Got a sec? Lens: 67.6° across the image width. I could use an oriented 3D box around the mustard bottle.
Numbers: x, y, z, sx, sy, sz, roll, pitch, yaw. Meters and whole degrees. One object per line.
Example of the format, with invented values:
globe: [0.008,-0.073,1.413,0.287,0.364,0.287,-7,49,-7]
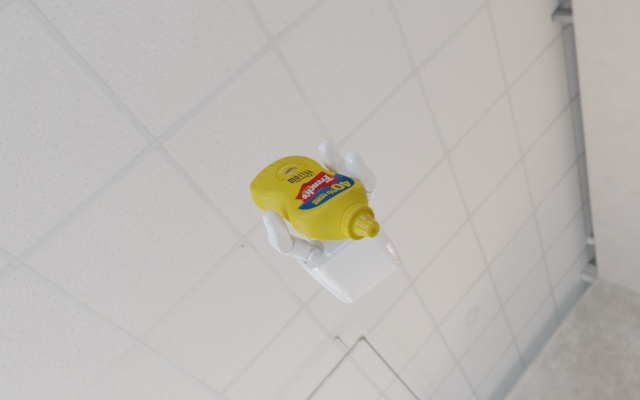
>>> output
mustard bottle: [0.000,0.002,0.577,0.096,0.058,0.191,-29,35,-26]
